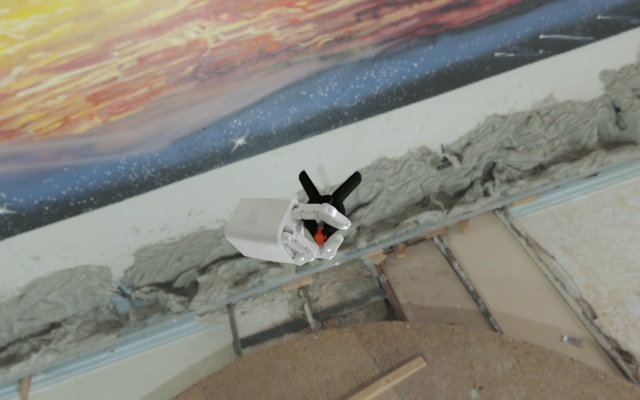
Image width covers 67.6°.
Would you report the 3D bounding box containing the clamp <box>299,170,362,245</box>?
[{"bbox_3d":[0.000,0.003,0.870,0.120,0.039,0.171,4,46,20],"label":"clamp"}]
